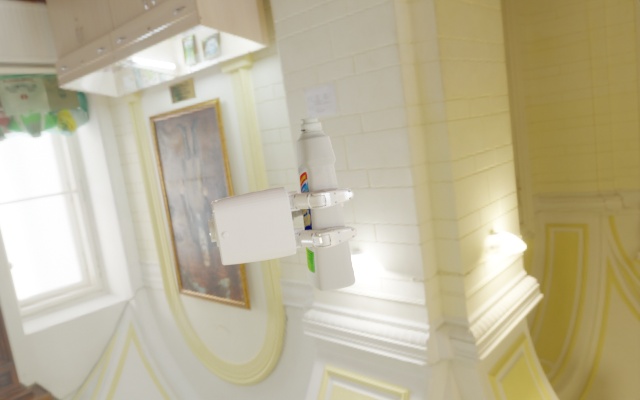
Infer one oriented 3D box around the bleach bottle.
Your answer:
[{"bbox_3d":[0.000,0.002,0.720,0.068,0.251,0.102,-10,8,-11],"label":"bleach bottle"}]
